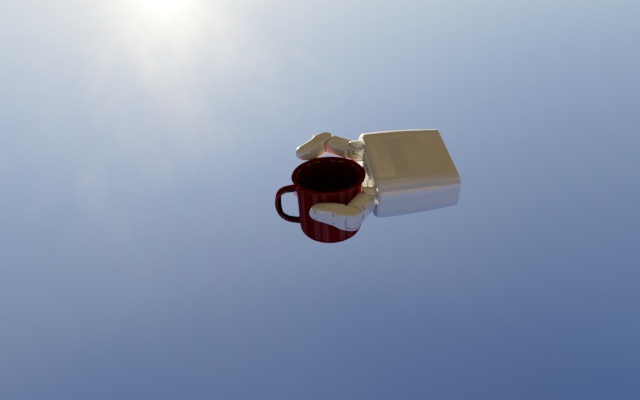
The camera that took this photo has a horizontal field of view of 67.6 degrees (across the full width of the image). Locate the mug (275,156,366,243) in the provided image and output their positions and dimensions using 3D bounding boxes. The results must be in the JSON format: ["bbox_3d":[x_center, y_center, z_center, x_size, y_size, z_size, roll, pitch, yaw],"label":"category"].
[{"bbox_3d":[-0.001,0.002,0.614,0.117,0.082,0.093,-7,34,-5],"label":"mug"}]
